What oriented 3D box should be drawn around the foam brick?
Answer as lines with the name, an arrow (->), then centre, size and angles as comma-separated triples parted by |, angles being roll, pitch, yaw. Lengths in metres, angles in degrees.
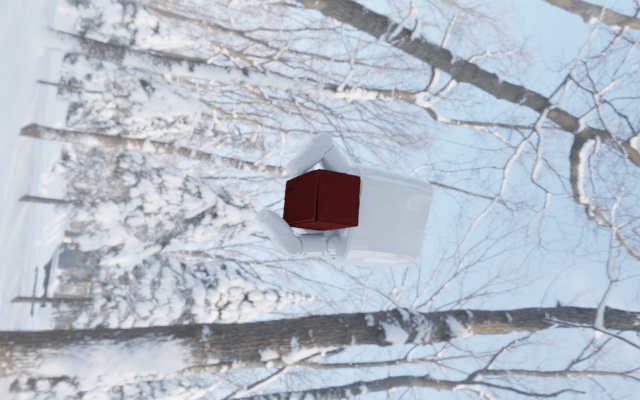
foam brick -> 0.000, 0.002, 0.497 | 0.051, 0.053, 0.078 | 9, -10, -27
